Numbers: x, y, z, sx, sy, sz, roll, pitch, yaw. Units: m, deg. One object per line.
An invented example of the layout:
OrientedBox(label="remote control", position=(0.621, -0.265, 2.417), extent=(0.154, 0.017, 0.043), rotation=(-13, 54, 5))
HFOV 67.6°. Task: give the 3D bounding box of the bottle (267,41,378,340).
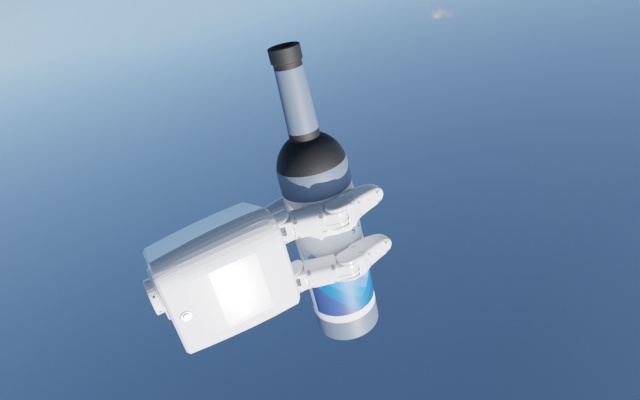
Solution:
OrientedBox(label="bottle", position=(0.000, 0.002, 0.455), extent=(0.069, 0.296, 0.069), rotation=(-11, 28, 6))
